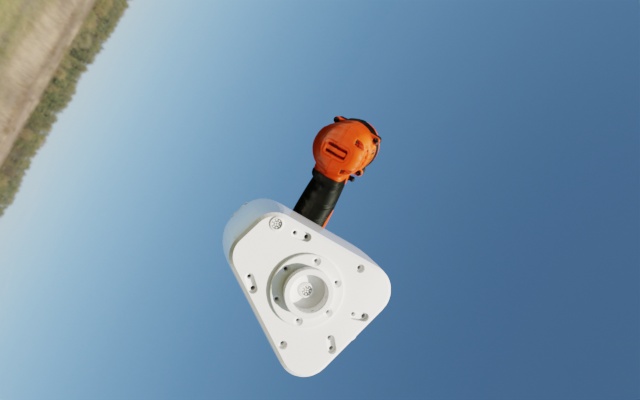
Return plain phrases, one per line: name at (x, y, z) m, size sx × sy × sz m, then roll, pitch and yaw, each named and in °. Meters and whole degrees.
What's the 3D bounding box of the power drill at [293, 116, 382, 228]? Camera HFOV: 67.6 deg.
power drill at (0.000, 0.002, 0.493) m, size 0.057 × 0.188 × 0.184 m, roll 28°, pitch 14°, yaw 8°
